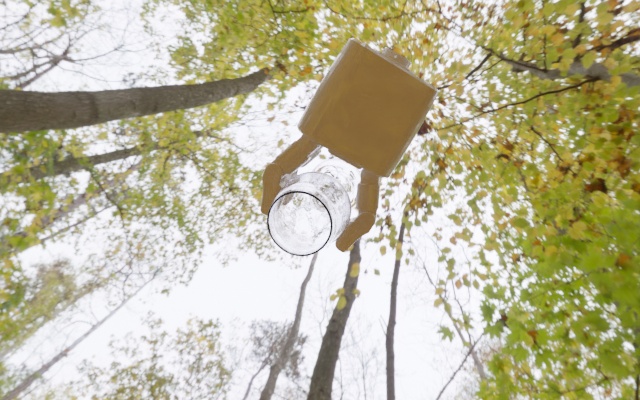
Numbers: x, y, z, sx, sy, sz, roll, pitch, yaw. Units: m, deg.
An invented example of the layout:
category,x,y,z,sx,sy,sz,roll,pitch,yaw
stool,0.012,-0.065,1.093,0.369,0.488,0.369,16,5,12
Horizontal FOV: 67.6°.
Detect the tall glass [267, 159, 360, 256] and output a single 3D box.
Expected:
category,x,y,z,sx,sy,sz,roll,pitch,yaw
tall glass,0.000,0.002,0.528,0.079,0.079,0.201,0,12,12
